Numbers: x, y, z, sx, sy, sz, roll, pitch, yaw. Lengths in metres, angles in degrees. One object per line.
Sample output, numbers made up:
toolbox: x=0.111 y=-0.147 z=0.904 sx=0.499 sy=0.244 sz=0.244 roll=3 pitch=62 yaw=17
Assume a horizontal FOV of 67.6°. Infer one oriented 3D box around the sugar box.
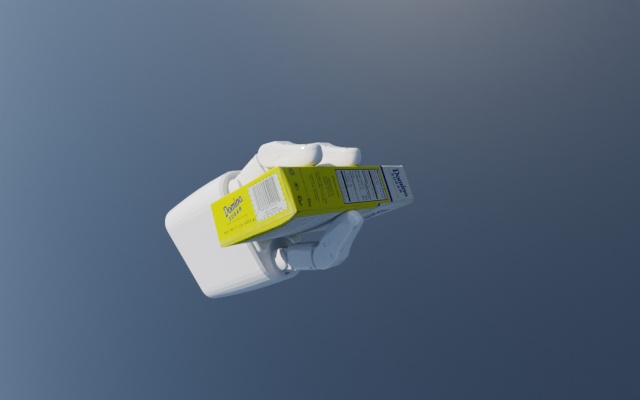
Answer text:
sugar box: x=0.000 y=0.001 z=0.437 sx=0.093 sy=0.048 sz=0.176 roll=-23 pitch=-9 yaw=38
